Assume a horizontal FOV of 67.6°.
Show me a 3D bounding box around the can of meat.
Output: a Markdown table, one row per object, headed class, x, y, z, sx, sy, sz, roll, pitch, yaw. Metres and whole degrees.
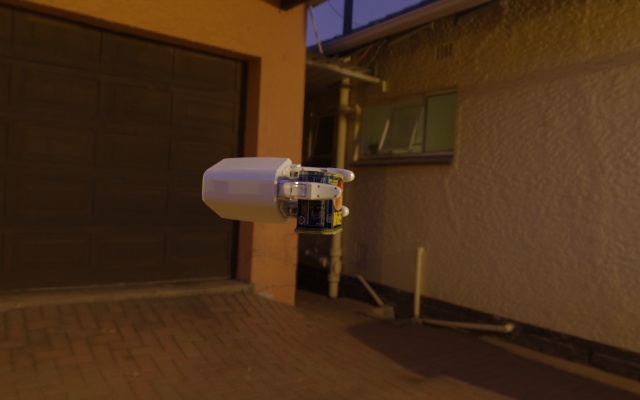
| class | x | y | z | sx | sy | sz | roll | pitch | yaw |
| --- | --- | --- | --- | --- | --- | --- | --- | --- | --- |
| can of meat | 0.000 | 0.002 | 0.677 | 0.057 | 0.084 | 0.102 | 3 | 1 | 11 |
